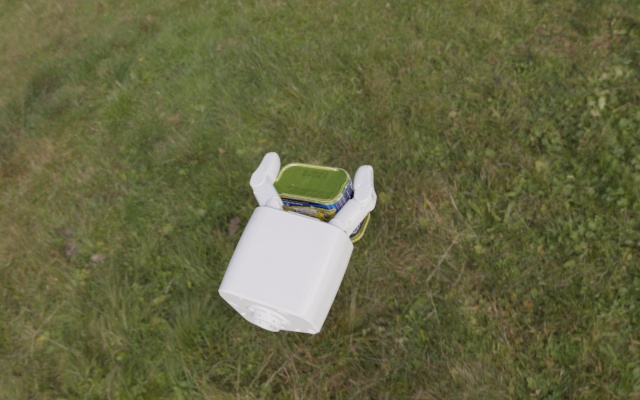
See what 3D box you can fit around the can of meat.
[{"bbox_3d":[0.000,0.002,0.590,0.102,0.057,0.084,9,-32,30],"label":"can of meat"}]
